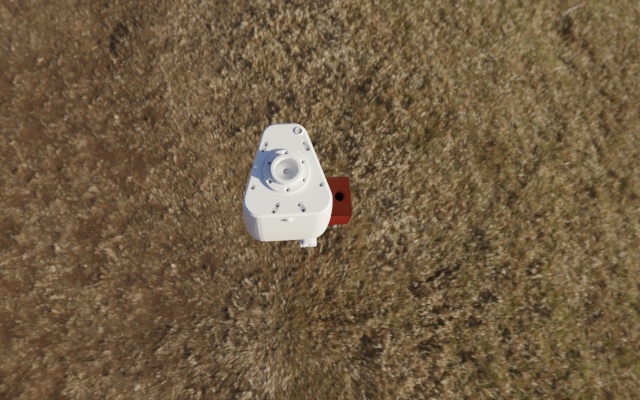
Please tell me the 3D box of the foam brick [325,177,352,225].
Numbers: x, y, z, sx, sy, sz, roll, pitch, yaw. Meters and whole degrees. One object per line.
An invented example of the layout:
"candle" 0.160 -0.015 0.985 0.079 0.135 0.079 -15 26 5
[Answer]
"foam brick" 0.000 0.002 0.626 0.078 0.053 0.051 -2 -17 -5
